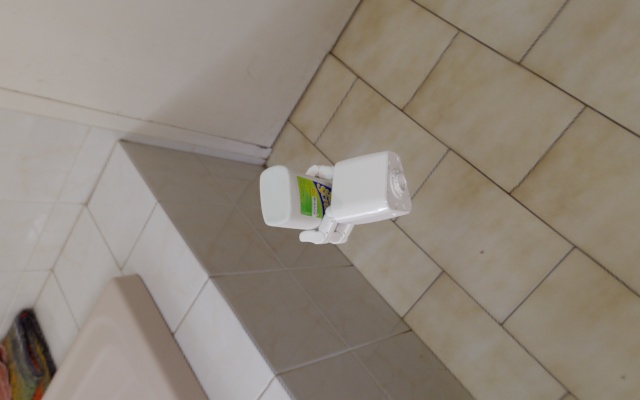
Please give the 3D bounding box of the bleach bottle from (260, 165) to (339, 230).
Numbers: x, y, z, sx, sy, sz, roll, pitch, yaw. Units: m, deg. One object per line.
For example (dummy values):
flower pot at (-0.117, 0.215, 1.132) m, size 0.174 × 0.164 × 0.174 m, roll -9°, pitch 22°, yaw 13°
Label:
bleach bottle at (0.000, 0.003, 0.871) m, size 0.068 × 0.102 × 0.251 m, roll -12°, pitch -11°, yaw 36°
